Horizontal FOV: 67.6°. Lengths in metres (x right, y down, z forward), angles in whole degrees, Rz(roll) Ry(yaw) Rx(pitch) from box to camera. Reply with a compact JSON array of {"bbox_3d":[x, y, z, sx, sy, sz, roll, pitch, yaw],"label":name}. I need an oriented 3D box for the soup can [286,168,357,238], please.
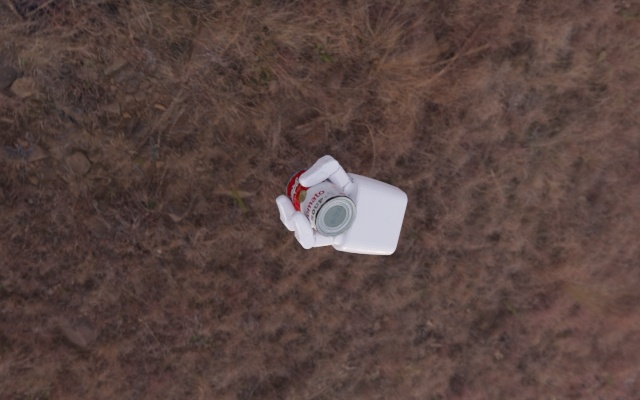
[{"bbox_3d":[0.000,0.002,0.703,0.068,0.068,0.102,0,26,-30],"label":"soup can"}]
